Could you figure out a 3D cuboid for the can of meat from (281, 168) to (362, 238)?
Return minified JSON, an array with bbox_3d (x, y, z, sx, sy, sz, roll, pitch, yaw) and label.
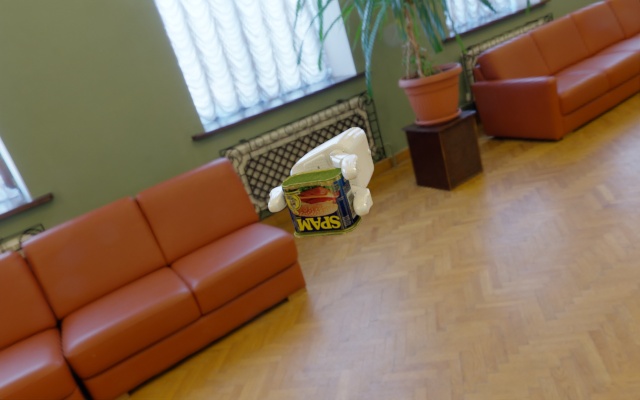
[{"bbox_3d":[0.000,0.002,0.695,0.102,0.084,0.057,-6,22,28],"label":"can of meat"}]
